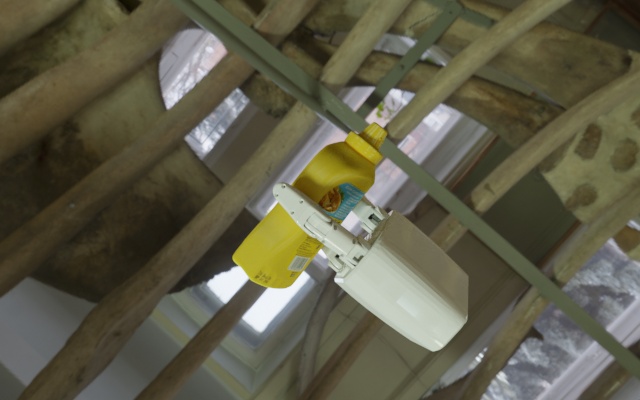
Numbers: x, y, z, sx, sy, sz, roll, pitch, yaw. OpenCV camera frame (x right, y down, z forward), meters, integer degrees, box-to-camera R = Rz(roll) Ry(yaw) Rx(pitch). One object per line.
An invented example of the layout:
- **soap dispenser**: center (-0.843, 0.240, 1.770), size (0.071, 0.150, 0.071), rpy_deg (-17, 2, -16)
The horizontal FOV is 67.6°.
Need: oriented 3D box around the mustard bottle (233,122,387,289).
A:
- **mustard bottle**: center (0.000, 0.002, 0.482), size (0.058, 0.191, 0.096), rpy_deg (43, 8, 26)
